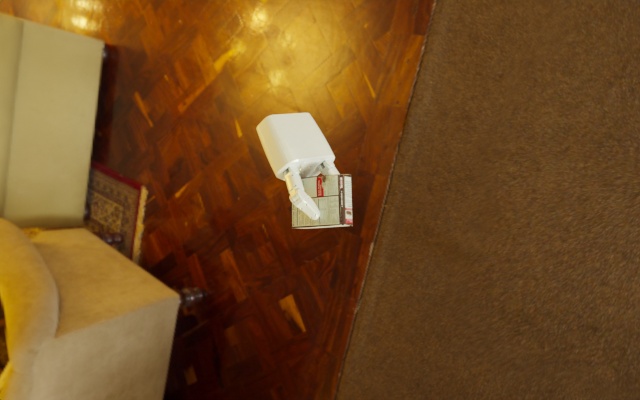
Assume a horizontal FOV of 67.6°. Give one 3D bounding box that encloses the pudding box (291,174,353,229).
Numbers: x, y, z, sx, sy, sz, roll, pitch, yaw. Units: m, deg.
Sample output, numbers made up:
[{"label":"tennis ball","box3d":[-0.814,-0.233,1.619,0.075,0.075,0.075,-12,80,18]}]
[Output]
[{"label":"pudding box","box3d":[0.000,0.003,0.832,0.113,0.090,0.039,-5,-5,39]}]
